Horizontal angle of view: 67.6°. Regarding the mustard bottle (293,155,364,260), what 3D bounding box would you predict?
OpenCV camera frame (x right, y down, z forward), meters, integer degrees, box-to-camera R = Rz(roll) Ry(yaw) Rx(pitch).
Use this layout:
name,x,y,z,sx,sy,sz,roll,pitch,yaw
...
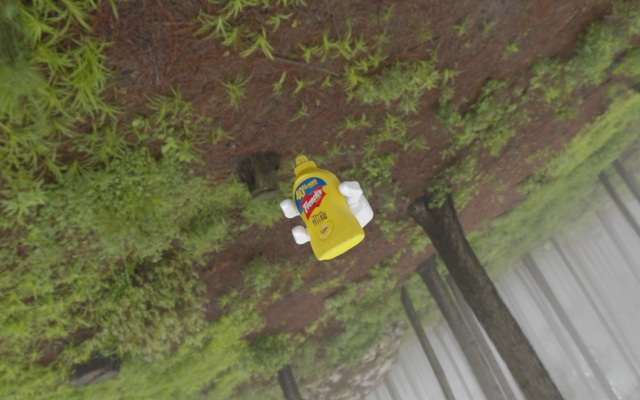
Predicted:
name,x,y,z,sx,sy,sz,roll,pitch,yaw
mustard bottle,0.000,0.003,0.858,0.096,0.191,0.058,-36,-22,32
